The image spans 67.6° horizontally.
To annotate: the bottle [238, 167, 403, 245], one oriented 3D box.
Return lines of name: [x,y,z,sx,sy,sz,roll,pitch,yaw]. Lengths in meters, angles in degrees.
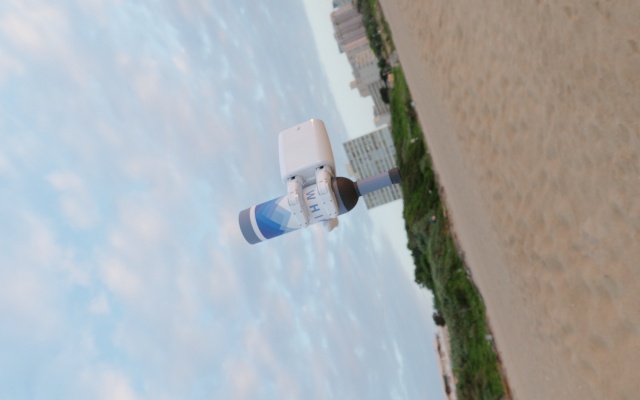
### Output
bottle: [0.000,0.003,0.843,0.296,0.069,0.069,-19,-5,14]
